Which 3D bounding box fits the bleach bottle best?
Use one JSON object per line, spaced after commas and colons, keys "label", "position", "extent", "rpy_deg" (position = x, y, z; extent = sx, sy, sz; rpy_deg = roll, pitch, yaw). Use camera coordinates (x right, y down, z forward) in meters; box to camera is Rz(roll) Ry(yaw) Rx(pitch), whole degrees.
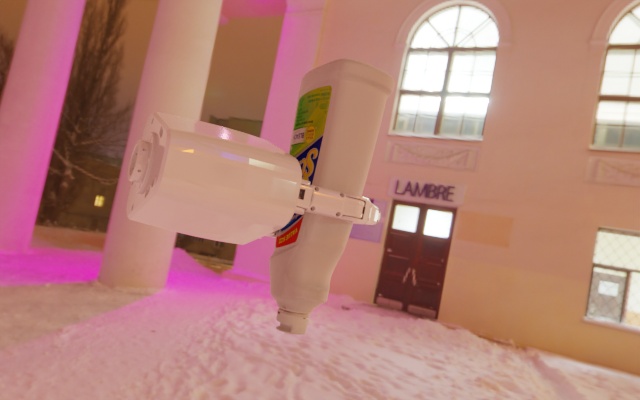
{"label": "bleach bottle", "position": [0.000, 0.001, 0.456], "extent": [0.068, 0.251, 0.102], "rpy_deg": [14, -5, -29]}
